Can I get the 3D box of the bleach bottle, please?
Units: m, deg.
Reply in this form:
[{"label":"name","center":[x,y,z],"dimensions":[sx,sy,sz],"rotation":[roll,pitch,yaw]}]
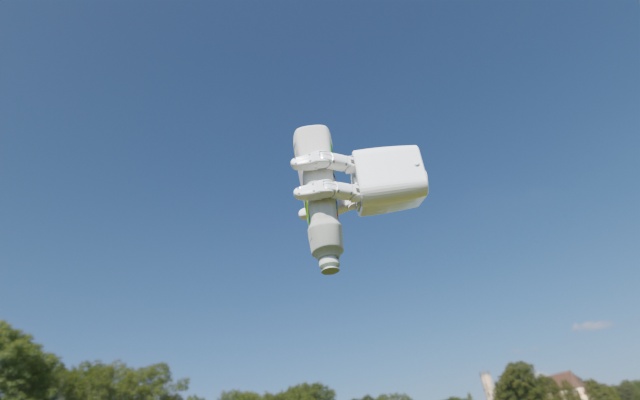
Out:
[{"label":"bleach bottle","center":[0.000,0.002,0.777],"dimensions":[0.068,0.250,0.103],"rotation":[-7,-30,-2]}]
